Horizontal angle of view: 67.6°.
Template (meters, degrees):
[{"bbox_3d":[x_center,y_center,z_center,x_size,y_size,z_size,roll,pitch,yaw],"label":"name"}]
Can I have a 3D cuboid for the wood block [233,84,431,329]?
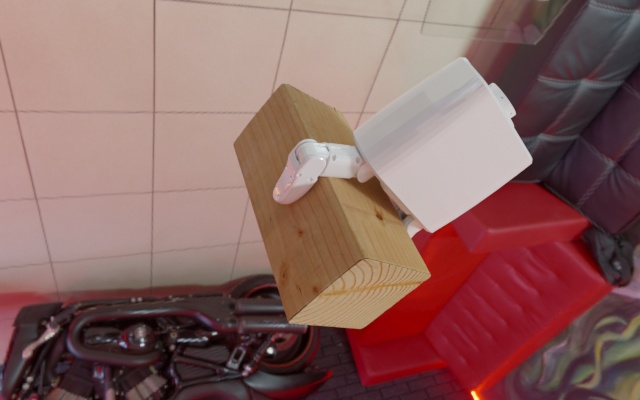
[{"bbox_3d":[0.000,0.001,0.438,0.091,0.206,0.090,19,-53,-42],"label":"wood block"}]
